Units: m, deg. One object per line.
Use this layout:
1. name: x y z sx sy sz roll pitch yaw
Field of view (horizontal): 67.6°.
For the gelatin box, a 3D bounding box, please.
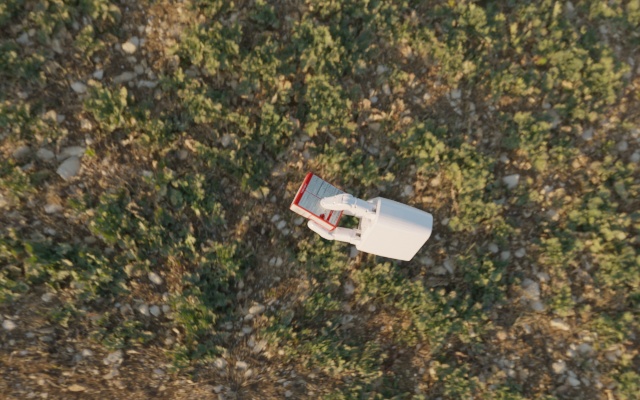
1. gelatin box: 0.000 0.003 0.863 0.089 0.073 0.030 30 -26 -8
